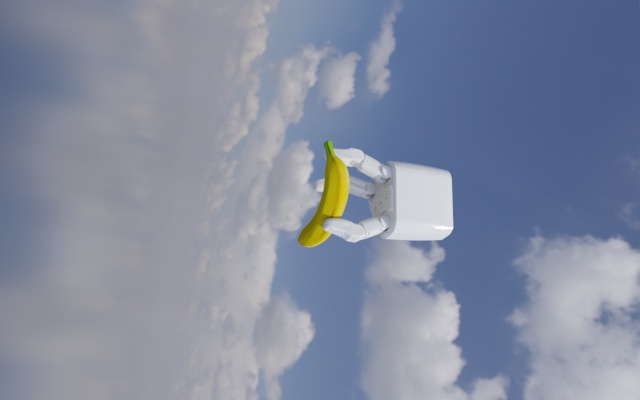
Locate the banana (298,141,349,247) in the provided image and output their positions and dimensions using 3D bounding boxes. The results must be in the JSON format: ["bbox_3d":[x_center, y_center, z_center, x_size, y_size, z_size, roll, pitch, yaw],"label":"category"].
[{"bbox_3d":[0.007,0.011,0.717,0.037,0.198,0.069,1,38,-23],"label":"banana"}]
